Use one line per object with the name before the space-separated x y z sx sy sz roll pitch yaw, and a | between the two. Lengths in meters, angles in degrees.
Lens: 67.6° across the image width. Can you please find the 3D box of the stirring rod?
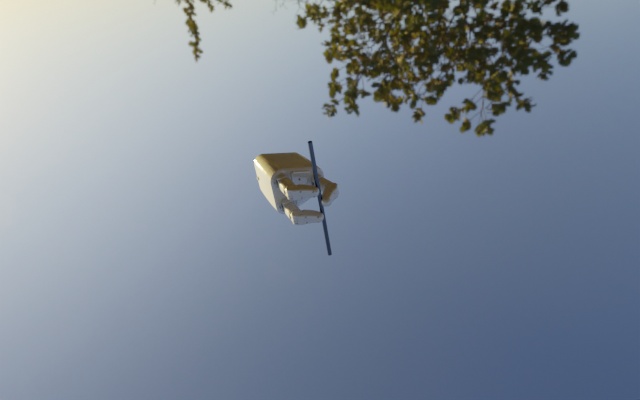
stirring rod | 0.000 0.003 0.865 0.011 0.240 0.011 -7 31 4
